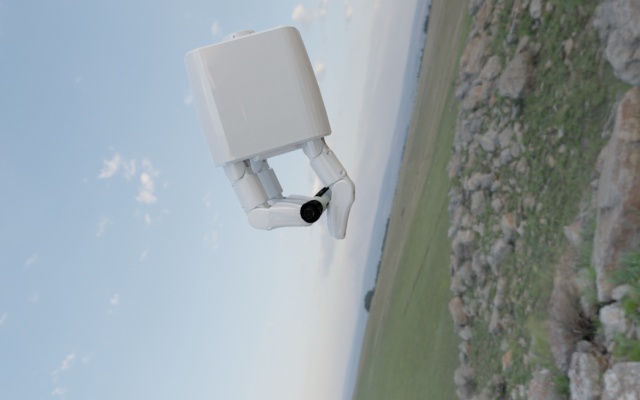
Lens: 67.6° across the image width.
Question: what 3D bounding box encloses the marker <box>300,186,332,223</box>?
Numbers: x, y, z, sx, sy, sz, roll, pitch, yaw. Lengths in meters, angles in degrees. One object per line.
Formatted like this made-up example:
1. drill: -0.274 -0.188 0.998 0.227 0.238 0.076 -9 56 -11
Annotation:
1. marker: 0.000 0.002 0.460 0.020 0.020 0.121 0 9 9
